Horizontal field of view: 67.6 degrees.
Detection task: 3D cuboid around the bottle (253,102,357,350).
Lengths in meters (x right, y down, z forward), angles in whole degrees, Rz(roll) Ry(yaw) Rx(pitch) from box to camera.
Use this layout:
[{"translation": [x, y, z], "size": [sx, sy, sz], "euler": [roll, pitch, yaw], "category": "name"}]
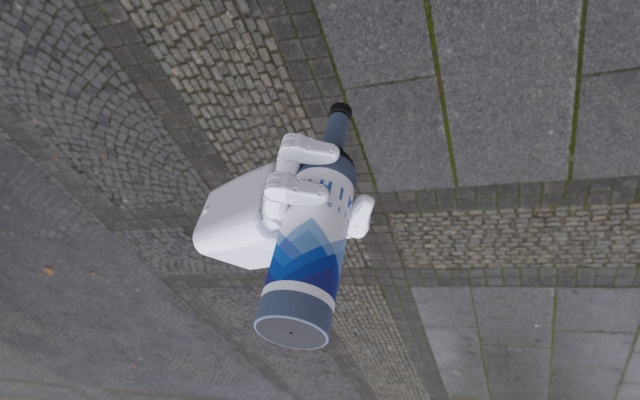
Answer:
[{"translation": [0.000, 0.002, 0.500], "size": [0.069, 0.295, 0.069], "euler": [8, -38, 6], "category": "bottle"}]
